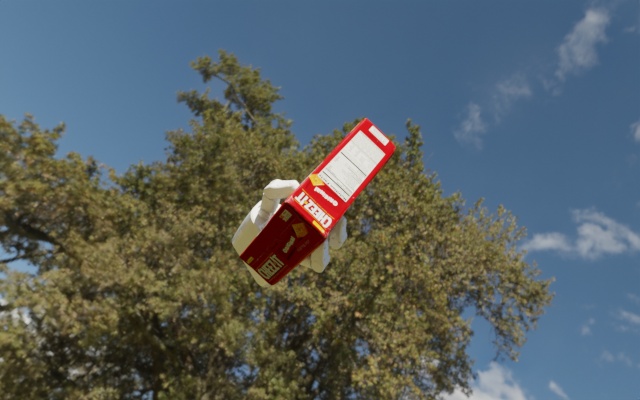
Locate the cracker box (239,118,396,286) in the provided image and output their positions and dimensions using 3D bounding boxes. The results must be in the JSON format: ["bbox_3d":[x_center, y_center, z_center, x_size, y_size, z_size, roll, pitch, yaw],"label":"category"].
[{"bbox_3d":[0.000,0.002,0.667,0.213,0.072,0.164,-49,1,-41],"label":"cracker box"}]
